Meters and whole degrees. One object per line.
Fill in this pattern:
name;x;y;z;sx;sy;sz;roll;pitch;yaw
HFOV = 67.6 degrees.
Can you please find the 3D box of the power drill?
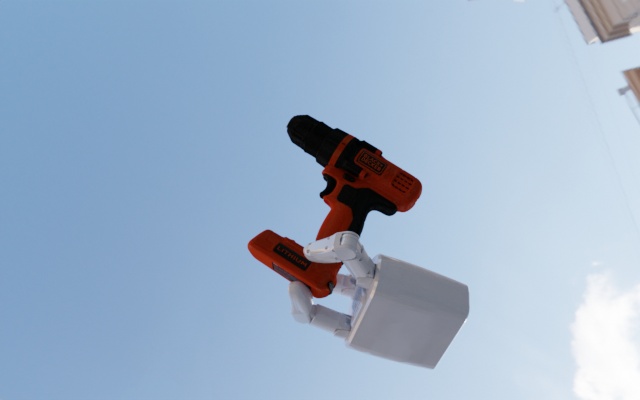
power drill;0.000;0.002;0.554;0.184;0.187;0.057;32;-19;12
